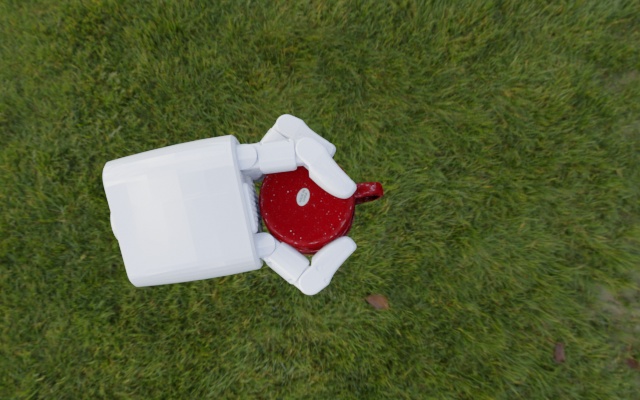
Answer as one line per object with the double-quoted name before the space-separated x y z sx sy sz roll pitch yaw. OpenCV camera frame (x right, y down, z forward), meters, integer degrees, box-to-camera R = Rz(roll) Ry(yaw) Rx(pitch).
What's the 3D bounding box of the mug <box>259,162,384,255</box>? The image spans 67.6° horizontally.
"mug" 0.002 0.001 0.437 0.117 0.093 0.081 -8 -6 -1
